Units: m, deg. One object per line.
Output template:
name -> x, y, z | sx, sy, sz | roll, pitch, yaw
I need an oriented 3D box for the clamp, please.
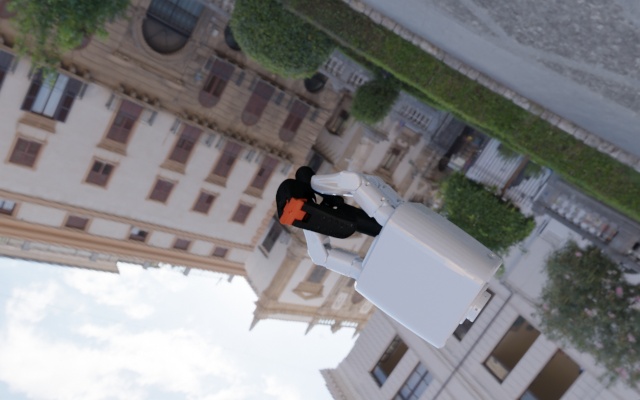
clamp -> 0.000, 0.003, 0.544 | 0.164, 0.036, 0.210 | 34, 13, 22
